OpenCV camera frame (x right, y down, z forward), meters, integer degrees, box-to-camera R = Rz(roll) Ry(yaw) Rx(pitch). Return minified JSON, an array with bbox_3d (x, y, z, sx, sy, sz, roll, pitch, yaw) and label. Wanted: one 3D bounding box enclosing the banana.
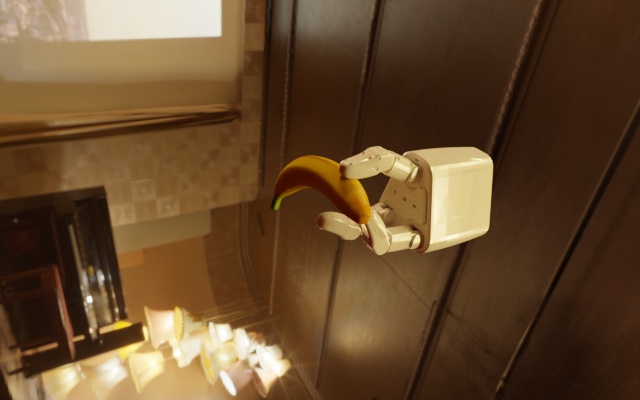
[{"bbox_3d":[-0.003,-0.017,0.548,0.037,0.069,0.198,-7,7,-31],"label":"banana"}]
